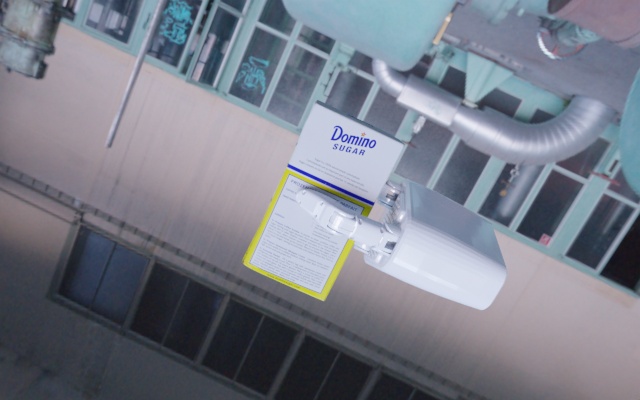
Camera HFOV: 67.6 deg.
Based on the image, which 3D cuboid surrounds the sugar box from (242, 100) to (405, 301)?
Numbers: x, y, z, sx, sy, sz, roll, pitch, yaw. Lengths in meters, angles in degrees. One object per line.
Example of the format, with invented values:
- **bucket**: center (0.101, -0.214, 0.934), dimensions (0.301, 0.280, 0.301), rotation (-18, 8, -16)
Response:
- **sugar box**: center (0.000, 0.002, 0.470), dimensions (0.093, 0.176, 0.048), rotation (25, 13, -6)
